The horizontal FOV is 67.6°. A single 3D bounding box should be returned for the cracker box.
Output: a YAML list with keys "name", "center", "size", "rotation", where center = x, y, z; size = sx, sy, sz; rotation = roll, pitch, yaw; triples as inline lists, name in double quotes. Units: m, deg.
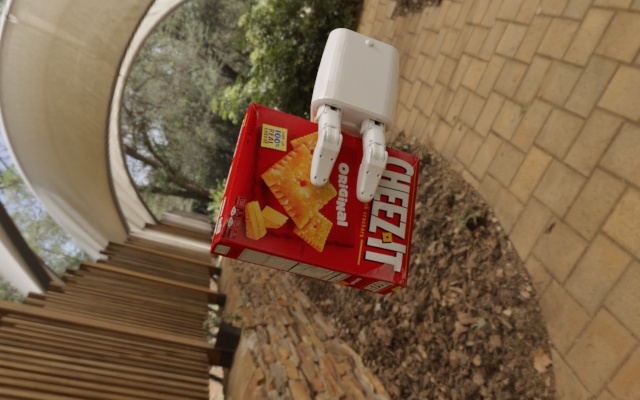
- name: "cracker box"
  center: [0.000, 0.002, 0.545]
  size: [0.214, 0.164, 0.072]
  rotation: [16, -21, -14]
